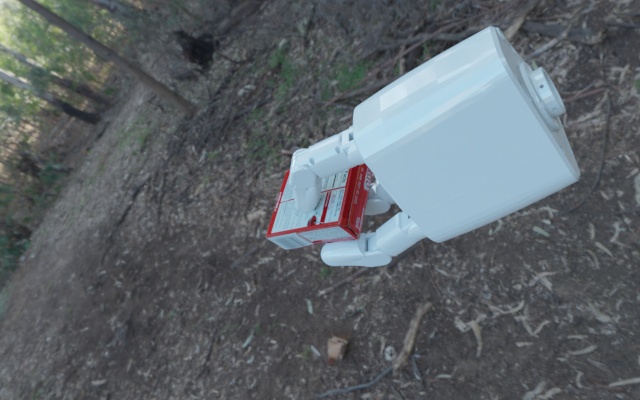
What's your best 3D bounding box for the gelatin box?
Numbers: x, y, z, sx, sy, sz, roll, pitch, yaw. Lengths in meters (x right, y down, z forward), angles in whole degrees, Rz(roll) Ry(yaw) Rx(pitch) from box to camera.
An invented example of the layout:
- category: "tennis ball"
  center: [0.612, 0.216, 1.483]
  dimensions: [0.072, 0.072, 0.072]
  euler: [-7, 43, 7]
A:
- category: "gelatin box"
  center: [0.000, 0.001, 0.417]
  dimensions: [0.089, 0.073, 0.030]
  euler: [-13, -39, 40]
